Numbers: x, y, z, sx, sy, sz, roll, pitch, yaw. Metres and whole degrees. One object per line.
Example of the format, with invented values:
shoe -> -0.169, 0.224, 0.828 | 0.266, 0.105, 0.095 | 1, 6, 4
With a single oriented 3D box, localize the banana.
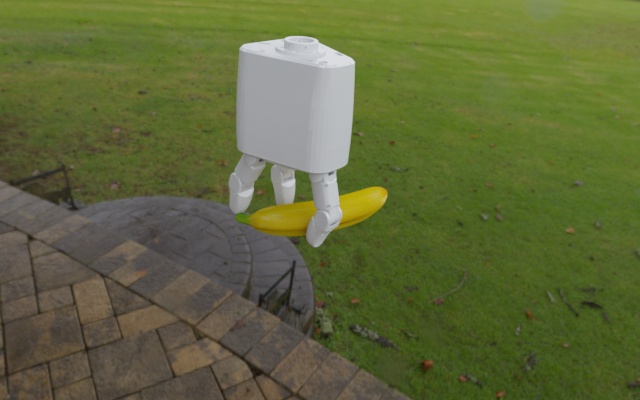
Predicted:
banana -> 0.004, 0.011, 0.566 | 0.198, 0.037, 0.069 | -8, 29, -20
